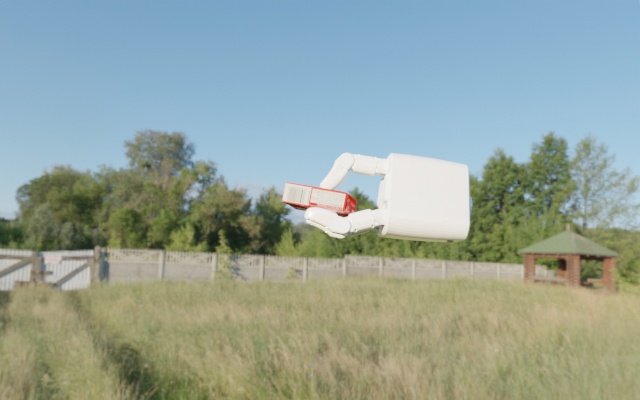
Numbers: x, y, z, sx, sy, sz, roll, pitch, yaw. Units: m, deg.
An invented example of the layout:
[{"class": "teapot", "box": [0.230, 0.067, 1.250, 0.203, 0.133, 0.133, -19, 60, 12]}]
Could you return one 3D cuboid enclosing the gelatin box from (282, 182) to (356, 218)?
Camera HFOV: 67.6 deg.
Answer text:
[{"class": "gelatin box", "box": [0.000, 0.002, 0.652, 0.089, 0.030, 0.073, 10, -6, 13]}]
